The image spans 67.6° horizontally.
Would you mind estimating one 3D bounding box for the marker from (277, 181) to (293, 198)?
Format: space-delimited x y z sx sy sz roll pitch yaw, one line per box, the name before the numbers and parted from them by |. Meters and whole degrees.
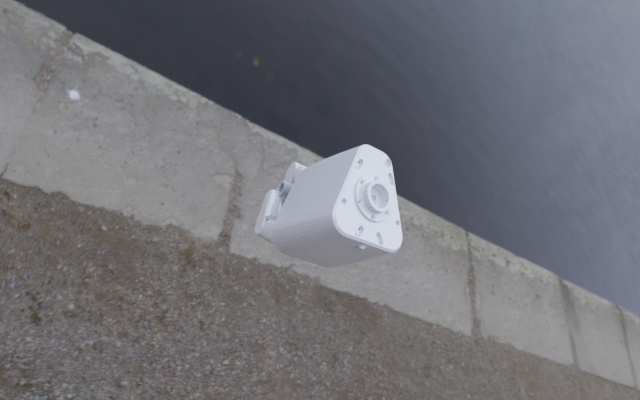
marker | 0.000 0.002 0.607 0.121 0.020 0.020 20 -11 -32
